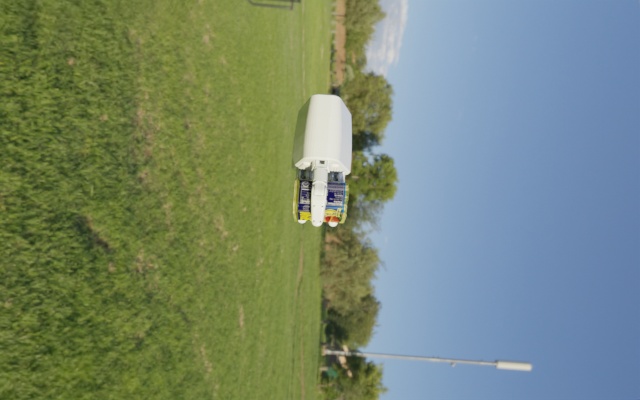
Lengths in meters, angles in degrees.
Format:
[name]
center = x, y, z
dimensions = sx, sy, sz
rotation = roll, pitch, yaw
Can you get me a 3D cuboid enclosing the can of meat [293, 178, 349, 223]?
[can of meat]
center = 0.000, 0.003, 0.771
dimensions = 0.084, 0.057, 0.102
rotation = 4, -13, 0
